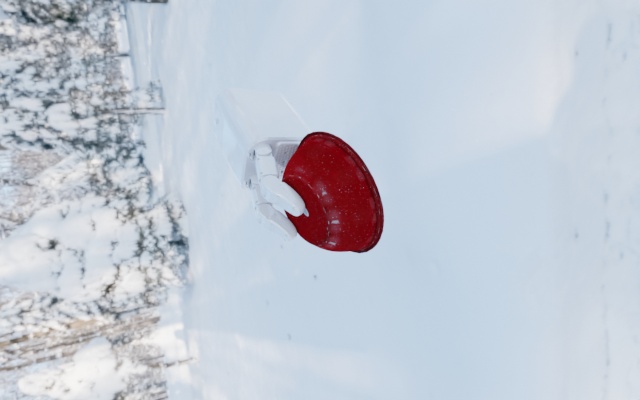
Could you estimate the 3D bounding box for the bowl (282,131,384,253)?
[{"bbox_3d":[0.001,0.003,0.573,0.055,0.162,0.162,-28,15,-31],"label":"bowl"}]
